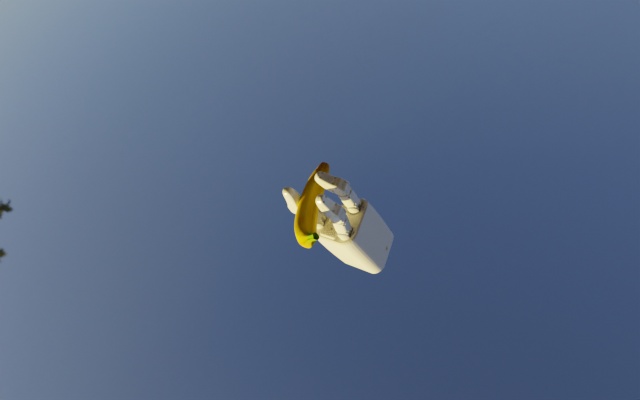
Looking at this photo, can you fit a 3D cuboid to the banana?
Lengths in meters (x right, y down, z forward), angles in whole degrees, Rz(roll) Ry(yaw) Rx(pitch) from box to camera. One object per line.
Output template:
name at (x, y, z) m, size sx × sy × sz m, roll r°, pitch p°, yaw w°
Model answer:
banana at (-0.013, 0.015, 0.805) m, size 0.037 × 0.197 × 0.070 m, roll 37°, pitch -56°, yaw -25°
